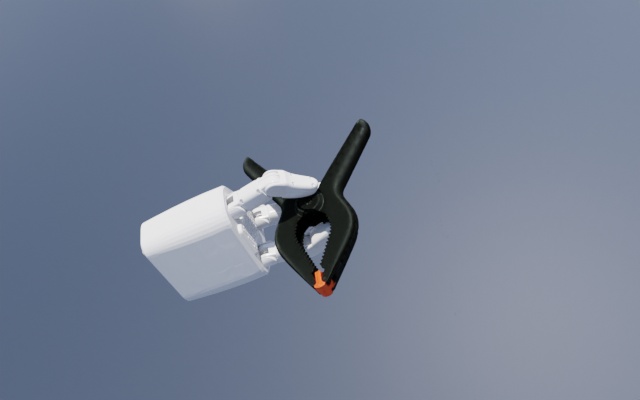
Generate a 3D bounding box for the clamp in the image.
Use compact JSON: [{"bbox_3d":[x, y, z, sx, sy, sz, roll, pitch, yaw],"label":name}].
[{"bbox_3d":[0.000,0.002,0.532,0.164,0.209,0.036,-23,-37,9],"label":"clamp"}]
